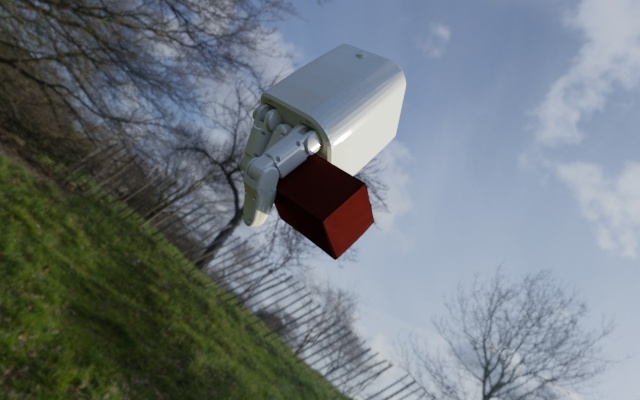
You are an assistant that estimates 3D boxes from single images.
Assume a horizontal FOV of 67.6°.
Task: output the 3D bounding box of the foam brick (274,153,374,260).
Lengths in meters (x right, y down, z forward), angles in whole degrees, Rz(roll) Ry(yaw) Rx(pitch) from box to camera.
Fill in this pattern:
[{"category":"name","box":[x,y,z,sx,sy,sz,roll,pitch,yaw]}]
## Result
[{"category":"foam brick","box":[0.000,0.002,0.412,0.051,0.053,0.078,-39,50,-20]}]
